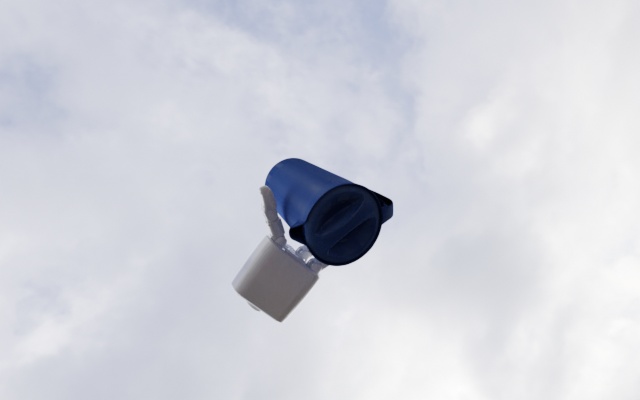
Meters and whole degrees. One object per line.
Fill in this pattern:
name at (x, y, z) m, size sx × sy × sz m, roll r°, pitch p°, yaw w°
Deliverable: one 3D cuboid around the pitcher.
pitcher at (0.000, 0.003, 0.821) m, size 0.149 × 0.145 × 0.242 m, roll 36°, pitch 1°, yaw -31°
